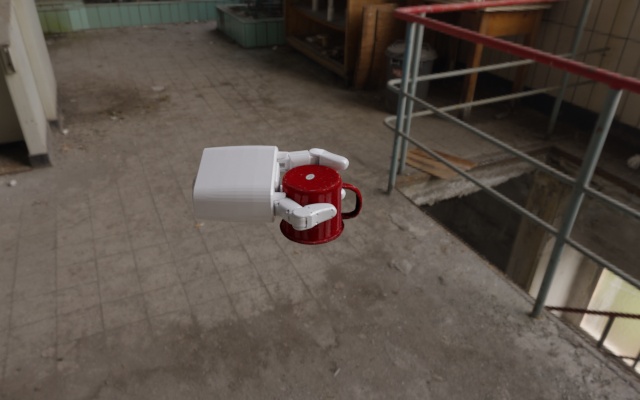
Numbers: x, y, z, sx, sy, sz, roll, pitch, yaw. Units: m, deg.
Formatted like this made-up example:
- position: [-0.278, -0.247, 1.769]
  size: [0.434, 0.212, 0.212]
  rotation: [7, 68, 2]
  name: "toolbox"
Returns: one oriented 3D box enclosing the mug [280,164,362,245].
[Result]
- position: [0.002, 0.002, 0.665]
  size: [0.117, 0.081, 0.093]
  rotation: [0, 31, -1]
  name: "mug"
